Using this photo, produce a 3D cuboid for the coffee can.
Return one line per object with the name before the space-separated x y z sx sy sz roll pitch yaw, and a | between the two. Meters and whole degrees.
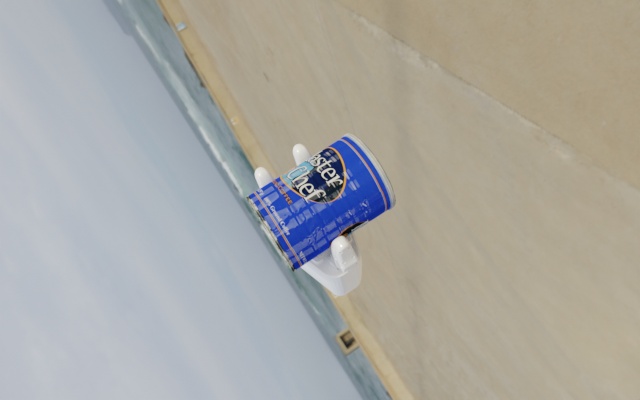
coffee can | 0.000 0.002 0.552 0.140 0.103 0.103 -32 5 -8
